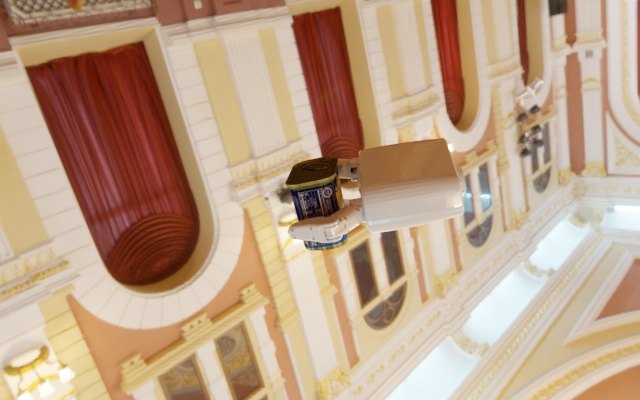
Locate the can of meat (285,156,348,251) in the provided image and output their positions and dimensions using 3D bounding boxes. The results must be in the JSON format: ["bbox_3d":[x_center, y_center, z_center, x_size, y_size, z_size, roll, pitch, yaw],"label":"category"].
[{"bbox_3d":[0.000,0.002,0.565,0.057,0.084,0.102,-11,19,8],"label":"can of meat"}]
